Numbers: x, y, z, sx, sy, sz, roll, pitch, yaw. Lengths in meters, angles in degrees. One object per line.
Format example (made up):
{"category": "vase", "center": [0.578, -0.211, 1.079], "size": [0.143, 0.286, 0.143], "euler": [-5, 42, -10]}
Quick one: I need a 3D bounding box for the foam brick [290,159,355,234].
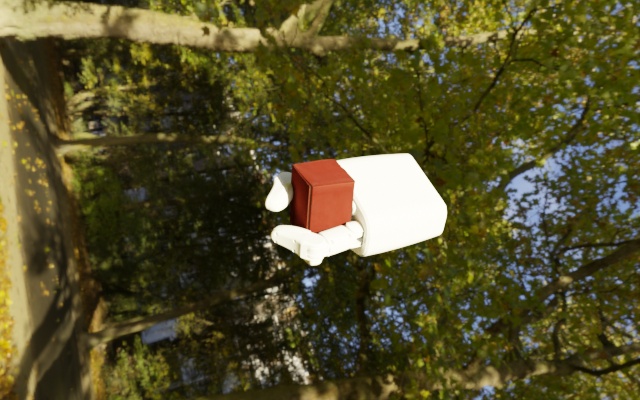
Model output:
{"category": "foam brick", "center": [0.000, 0.002, 0.515], "size": [0.051, 0.078, 0.053], "euler": [-10, 35, -22]}
